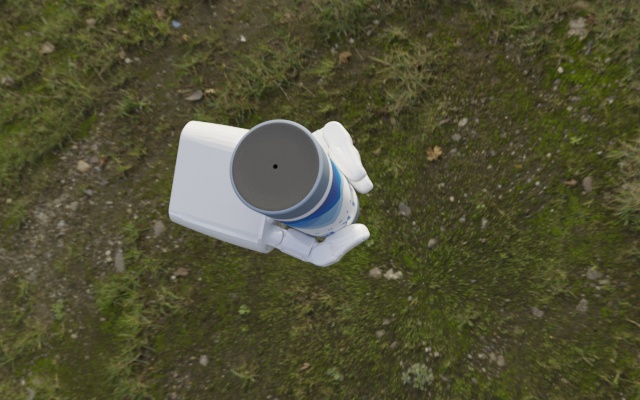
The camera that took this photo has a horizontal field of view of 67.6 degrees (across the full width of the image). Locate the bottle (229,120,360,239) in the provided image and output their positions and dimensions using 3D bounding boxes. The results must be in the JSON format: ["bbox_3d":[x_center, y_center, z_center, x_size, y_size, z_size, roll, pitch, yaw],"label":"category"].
[{"bbox_3d":[0.000,0.002,0.464,0.069,0.069,0.296,0,-10,12],"label":"bottle"}]
